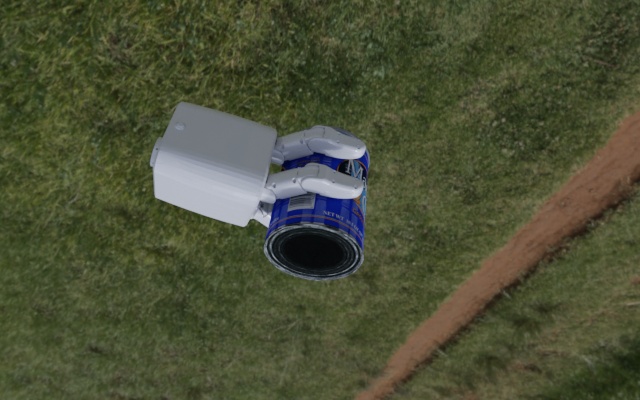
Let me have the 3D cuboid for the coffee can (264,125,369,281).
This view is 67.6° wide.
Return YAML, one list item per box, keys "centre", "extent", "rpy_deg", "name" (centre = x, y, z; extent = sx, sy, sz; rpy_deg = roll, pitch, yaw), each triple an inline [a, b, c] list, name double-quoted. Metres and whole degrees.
- centre: [0.000, 0.002, 0.528]
  extent: [0.103, 0.140, 0.103]
  rpy_deg: [5, -39, 4]
  name: "coffee can"
